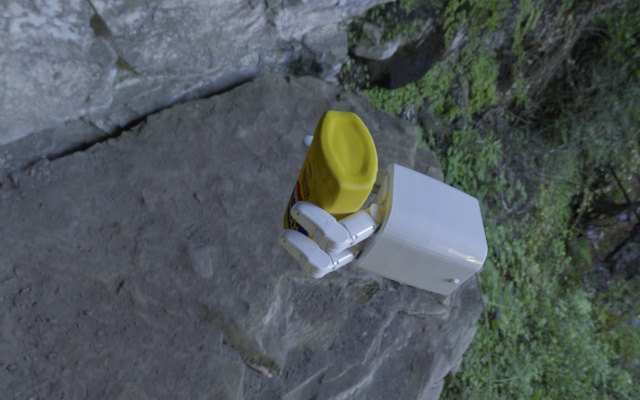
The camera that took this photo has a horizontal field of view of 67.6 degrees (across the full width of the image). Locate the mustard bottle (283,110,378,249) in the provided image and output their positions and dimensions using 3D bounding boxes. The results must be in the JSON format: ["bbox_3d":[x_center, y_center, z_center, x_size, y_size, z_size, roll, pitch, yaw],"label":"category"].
[{"bbox_3d":[0.000,0.001,0.509,0.058,0.096,0.192,1,-33,-18],"label":"mustard bottle"}]
